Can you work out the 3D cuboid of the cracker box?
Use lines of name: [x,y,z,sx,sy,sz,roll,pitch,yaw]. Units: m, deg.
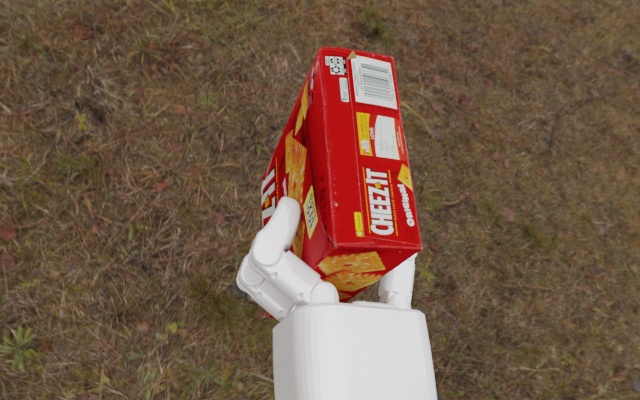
cracker box: [0.000,0.001,0.420,0.072,0.164,0.214,5,-26,-18]
